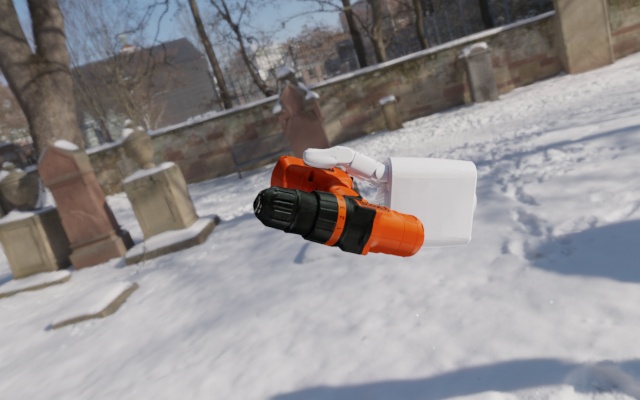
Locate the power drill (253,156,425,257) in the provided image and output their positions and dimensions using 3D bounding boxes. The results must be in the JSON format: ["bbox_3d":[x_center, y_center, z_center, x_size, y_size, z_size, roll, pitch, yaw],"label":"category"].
[{"bbox_3d":[0.000,0.002,0.536,0.184,0.057,0.187,15,14,-23],"label":"power drill"}]
